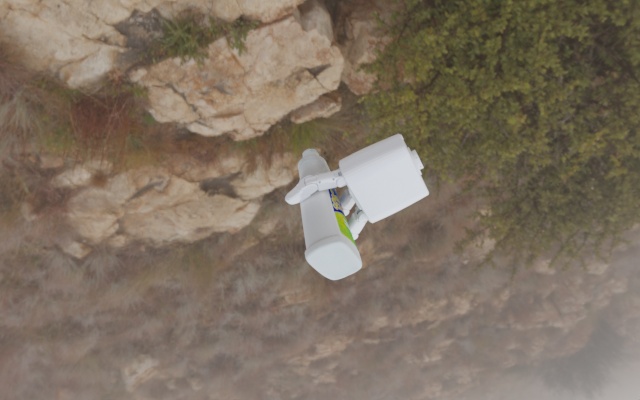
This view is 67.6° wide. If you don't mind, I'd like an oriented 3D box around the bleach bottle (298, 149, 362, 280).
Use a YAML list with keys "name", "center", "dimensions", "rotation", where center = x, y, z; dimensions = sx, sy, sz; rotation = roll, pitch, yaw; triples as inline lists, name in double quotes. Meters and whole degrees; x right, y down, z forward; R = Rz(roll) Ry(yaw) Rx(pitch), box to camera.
- name: "bleach bottle"
  center: [0.000, 0.003, 0.795]
  dimensions: [0.068, 0.250, 0.103]
  rotation: [-26, -42, 14]
